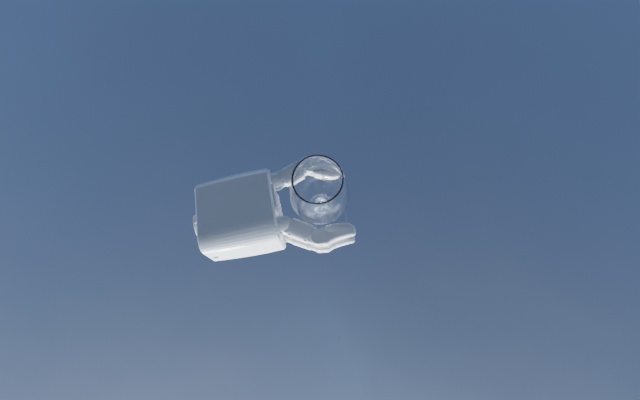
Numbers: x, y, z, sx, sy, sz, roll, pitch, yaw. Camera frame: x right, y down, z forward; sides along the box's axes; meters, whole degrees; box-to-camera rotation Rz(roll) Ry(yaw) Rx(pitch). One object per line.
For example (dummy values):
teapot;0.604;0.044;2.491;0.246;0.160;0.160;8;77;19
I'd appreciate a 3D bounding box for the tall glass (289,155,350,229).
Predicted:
tall glass;0.000;0.002;0.654;0.079;0.079;0.201;0;-16;2
